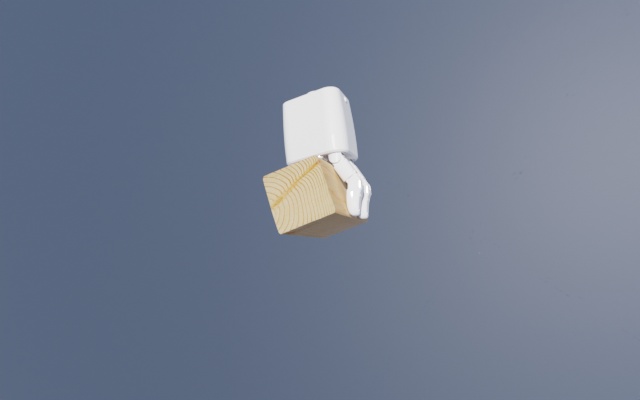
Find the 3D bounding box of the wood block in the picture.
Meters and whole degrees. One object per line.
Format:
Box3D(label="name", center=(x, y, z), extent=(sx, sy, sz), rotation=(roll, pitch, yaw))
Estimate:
Box3D(label="wood block", center=(0.000, 0.002, 0.764), extent=(0.091, 0.090, 0.206), rotation=(-21, -12, 15))
